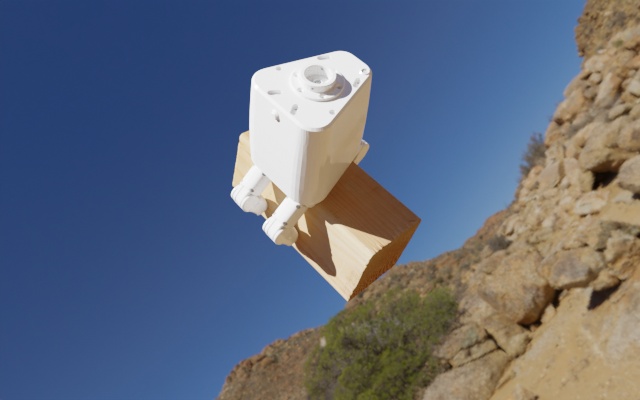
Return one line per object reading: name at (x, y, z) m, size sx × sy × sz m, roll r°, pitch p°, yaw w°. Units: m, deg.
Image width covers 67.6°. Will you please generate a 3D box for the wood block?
wood block at (0.000, 0.001, 0.556) m, size 0.091 × 0.090 × 0.206 m, roll -29°, pitch 62°, yaw -37°
